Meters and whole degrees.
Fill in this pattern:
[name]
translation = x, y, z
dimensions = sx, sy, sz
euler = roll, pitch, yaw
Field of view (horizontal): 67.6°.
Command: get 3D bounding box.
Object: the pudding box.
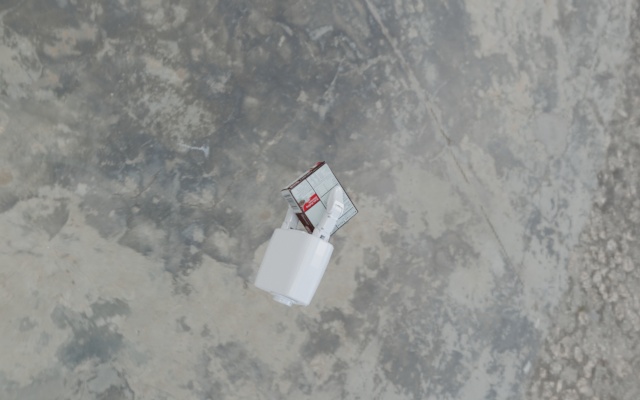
[pudding box]
translation = 0.000, 0.003, 0.825
dimensions = 0.090, 0.113, 0.039
euler = -39, 16, -24
